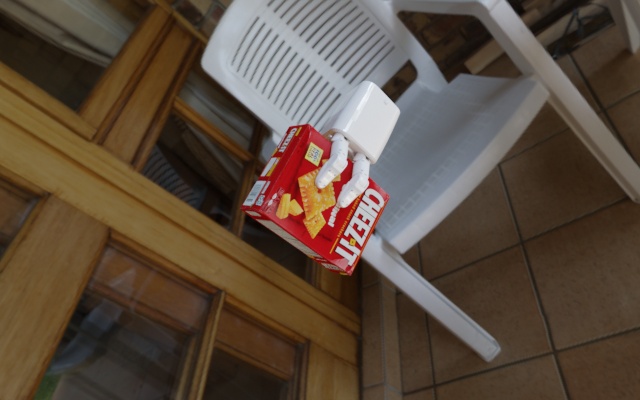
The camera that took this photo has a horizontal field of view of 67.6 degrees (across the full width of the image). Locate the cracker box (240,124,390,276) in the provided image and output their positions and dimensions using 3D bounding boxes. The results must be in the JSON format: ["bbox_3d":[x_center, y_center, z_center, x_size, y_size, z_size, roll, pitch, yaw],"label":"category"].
[{"bbox_3d":[0.000,0.002,0.793,0.214,0.164,0.072,38,-18,-30],"label":"cracker box"}]
